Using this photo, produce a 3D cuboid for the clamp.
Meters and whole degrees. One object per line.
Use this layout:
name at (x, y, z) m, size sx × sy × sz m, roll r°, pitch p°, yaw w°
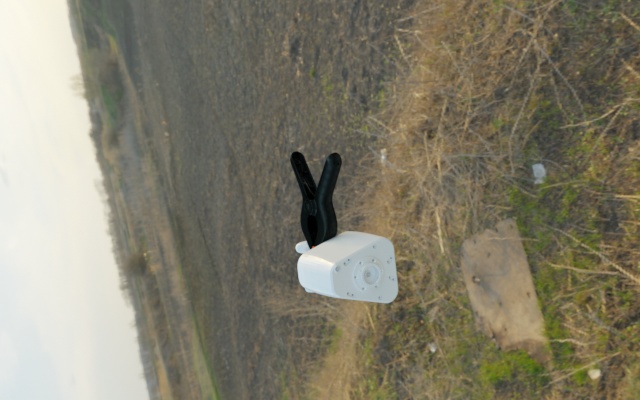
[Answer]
clamp at (0.000, 0.003, 0.737) m, size 0.039 × 0.171 × 0.120 m, roll -12°, pitch 4°, yaw -28°
